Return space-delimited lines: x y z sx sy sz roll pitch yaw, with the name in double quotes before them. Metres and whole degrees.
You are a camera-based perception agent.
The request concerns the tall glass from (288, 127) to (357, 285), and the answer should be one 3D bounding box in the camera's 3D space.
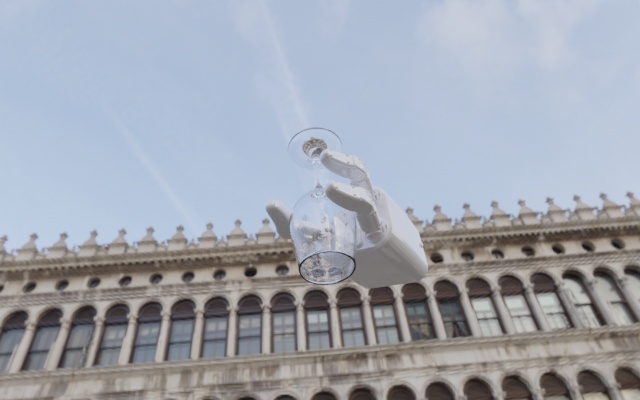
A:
"tall glass" 0.000 0.001 0.579 0.079 0.200 0.079 -3 -44 -3
